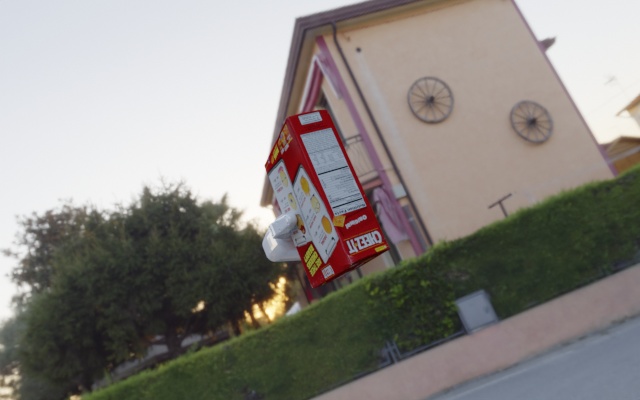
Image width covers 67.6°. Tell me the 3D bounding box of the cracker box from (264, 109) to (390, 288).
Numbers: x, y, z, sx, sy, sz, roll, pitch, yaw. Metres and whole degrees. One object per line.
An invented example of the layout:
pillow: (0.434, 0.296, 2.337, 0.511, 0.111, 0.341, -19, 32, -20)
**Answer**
cracker box: (0.000, 0.002, 0.687, 0.072, 0.213, 0.164, -18, -13, -24)
